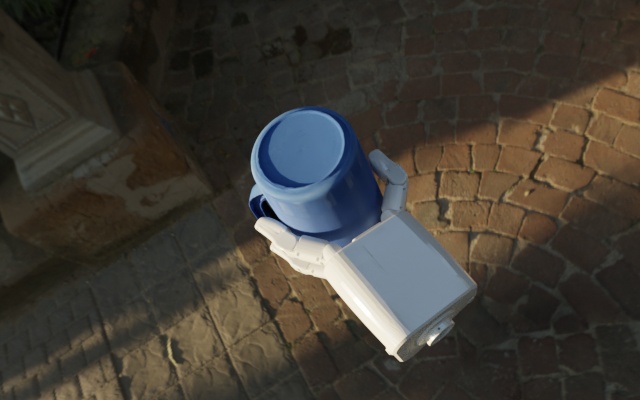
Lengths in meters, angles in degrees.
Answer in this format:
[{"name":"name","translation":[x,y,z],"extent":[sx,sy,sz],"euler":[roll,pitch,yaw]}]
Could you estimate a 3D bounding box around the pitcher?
[{"name":"pitcher","translation":[0.000,0.002,0.561],"extent":[0.149,0.145,0.243],"euler":[-38,-29,-4]}]
